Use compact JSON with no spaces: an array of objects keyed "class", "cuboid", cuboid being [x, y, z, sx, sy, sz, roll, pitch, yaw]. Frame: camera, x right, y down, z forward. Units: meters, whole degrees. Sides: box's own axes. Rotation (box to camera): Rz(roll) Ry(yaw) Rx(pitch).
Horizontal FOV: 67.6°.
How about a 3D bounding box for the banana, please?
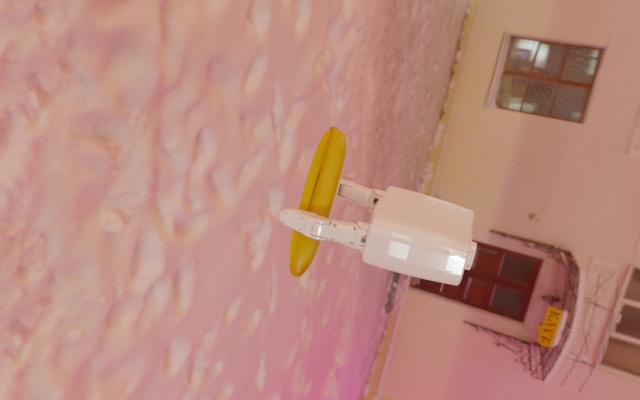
[{"class":"banana","cuboid":[0.000,-0.006,0.567,0.037,0.197,0.070,15,-12,8]}]
